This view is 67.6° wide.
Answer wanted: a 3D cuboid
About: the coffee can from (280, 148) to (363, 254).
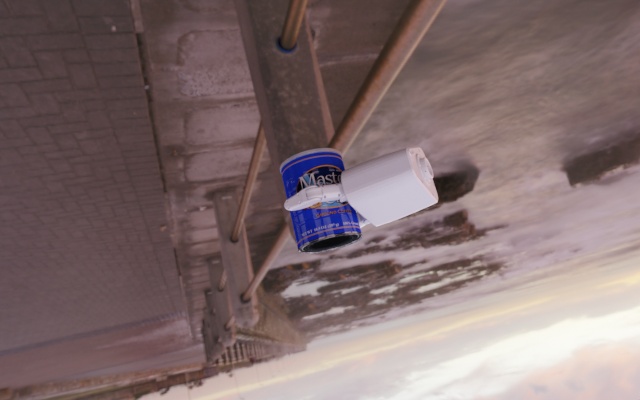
[{"bbox_3d":[0.000,0.002,0.750,0.103,0.140,0.103,-13,-17,-4],"label":"coffee can"}]
